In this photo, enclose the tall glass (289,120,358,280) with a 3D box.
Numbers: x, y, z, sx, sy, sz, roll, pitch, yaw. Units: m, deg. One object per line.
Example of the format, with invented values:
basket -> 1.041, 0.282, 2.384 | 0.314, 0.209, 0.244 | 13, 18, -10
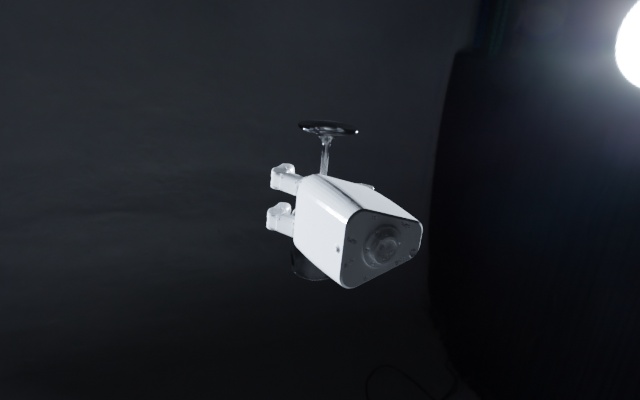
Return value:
tall glass -> 0.000, 0.001, 0.624 | 0.079, 0.201, 0.079 | 5, 20, -2
